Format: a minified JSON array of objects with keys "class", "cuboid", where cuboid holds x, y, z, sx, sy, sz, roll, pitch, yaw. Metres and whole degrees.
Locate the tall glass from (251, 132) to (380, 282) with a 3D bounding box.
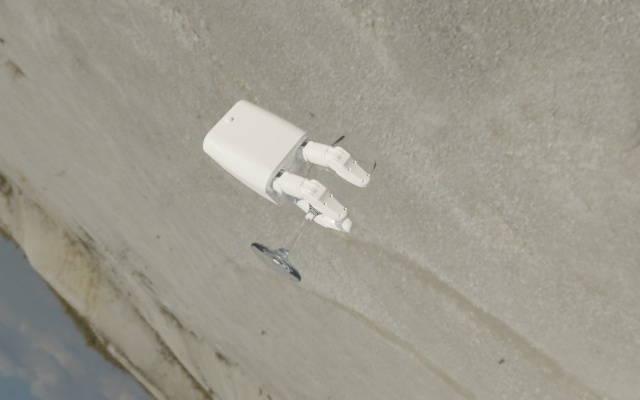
[{"class":"tall glass","cuboid":[0.000,0.003,0.614,0.079,0.201,0.079,30,-24,15]}]
